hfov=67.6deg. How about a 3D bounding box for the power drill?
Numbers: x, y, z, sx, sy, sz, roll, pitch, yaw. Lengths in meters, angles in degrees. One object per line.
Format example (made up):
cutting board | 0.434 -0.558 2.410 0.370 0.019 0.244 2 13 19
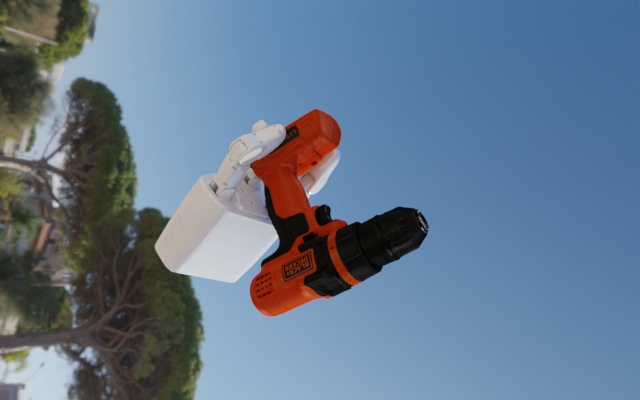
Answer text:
power drill | 0.000 0.001 0.472 0.184 0.187 0.057 -28 -38 22
